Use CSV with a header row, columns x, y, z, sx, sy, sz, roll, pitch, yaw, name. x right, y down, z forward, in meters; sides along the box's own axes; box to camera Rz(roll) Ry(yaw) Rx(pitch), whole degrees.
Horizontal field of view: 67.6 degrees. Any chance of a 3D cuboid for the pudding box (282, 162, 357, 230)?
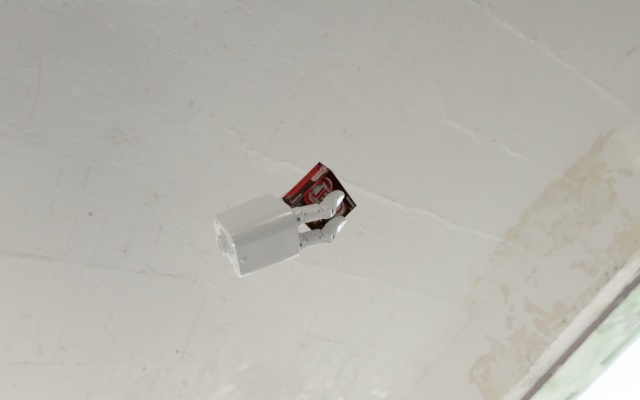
x,y,z,sx,sy,sz,roll,pitch,yaw,name
0.000,0.003,0.806,0.039,0.090,0.113,42,-6,42,pudding box
